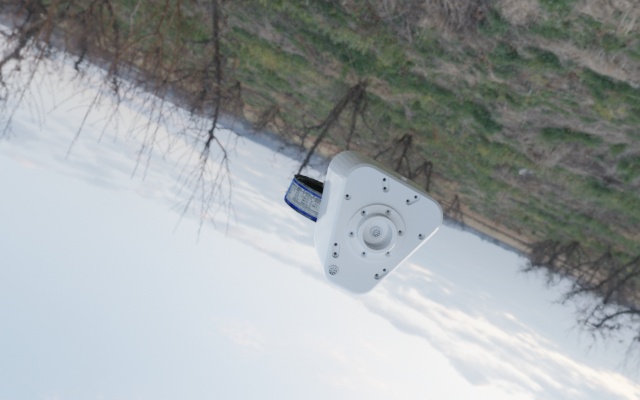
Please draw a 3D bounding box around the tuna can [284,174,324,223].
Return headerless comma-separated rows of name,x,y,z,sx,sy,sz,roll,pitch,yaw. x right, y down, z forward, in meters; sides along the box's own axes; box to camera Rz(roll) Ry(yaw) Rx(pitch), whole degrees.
tuna can,0.000,0.002,0.577,0.086,0.034,0.086,26,10,-5
